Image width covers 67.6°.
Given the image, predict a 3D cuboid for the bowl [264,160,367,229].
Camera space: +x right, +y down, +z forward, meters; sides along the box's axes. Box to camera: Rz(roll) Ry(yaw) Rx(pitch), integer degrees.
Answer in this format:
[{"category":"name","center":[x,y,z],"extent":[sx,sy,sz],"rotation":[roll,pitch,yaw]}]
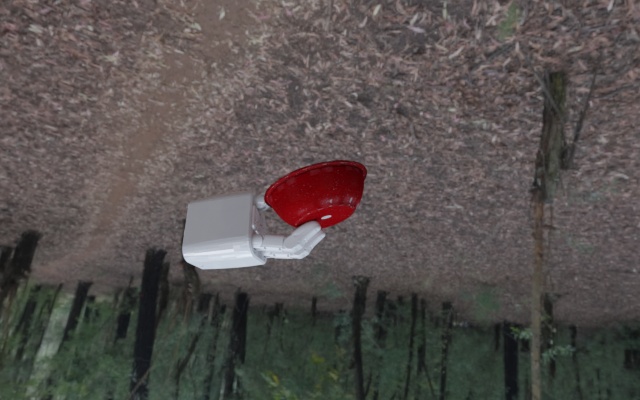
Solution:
[{"category":"bowl","center":[0.001,0.002,0.711],"extent":[0.162,0.055,0.162],"rotation":[-15,-21,-6]}]
